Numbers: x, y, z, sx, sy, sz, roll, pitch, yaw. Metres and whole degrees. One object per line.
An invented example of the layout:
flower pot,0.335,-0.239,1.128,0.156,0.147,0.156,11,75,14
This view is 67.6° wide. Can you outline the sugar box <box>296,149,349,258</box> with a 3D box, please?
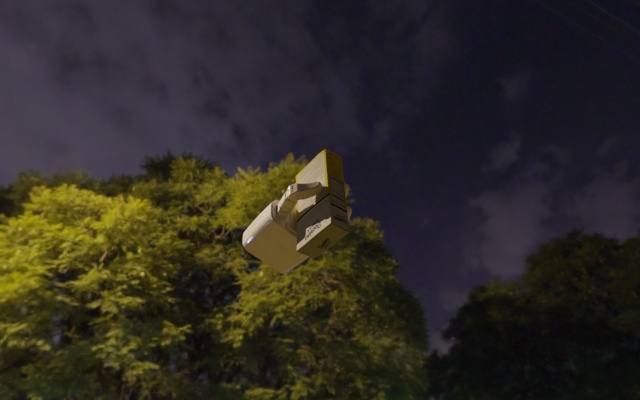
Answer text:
sugar box,0.000,0.003,0.823,0.048,0.176,0.093,25,-49,-31
